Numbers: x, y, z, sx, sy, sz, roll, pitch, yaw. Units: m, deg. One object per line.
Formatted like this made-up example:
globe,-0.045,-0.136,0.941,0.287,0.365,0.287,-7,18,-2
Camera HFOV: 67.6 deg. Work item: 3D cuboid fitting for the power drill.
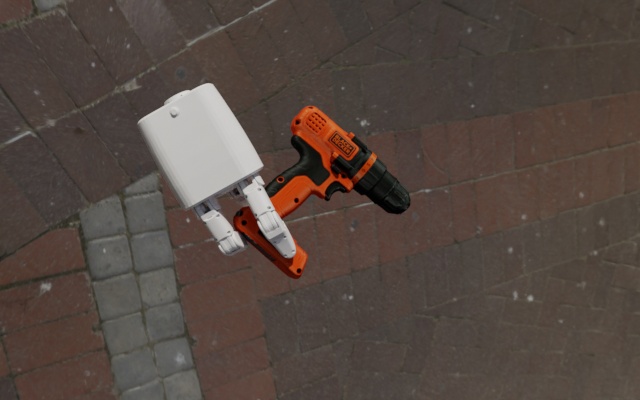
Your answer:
power drill,0.000,0.002,0.589,0.184,0.187,0.057,40,-18,-3
